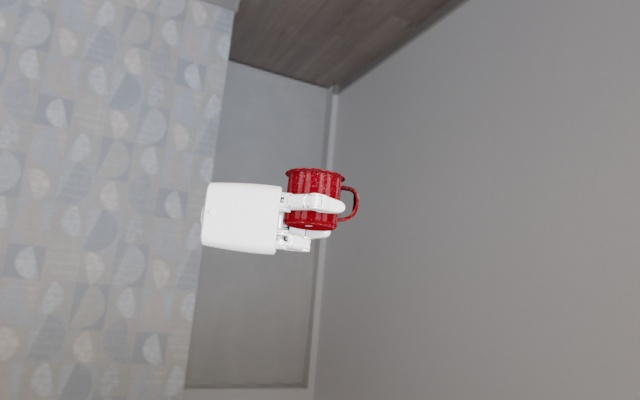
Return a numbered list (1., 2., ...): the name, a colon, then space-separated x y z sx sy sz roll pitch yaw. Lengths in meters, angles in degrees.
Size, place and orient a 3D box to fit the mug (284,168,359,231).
1. mug: 0.002 0.003 0.732 0.117 0.081 0.093 6 -11 0
